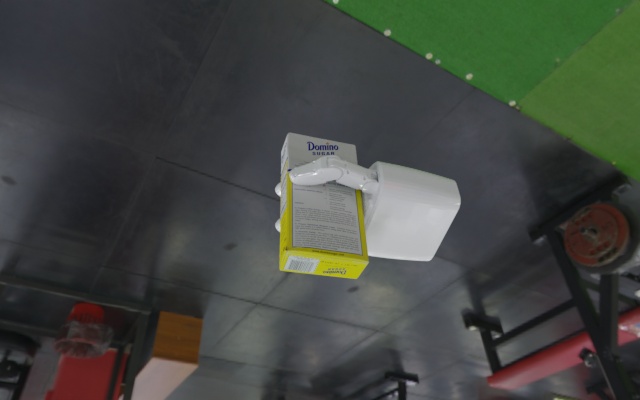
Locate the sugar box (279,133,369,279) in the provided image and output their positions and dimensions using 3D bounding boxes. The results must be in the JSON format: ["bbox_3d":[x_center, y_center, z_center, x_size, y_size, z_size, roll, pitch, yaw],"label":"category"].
[{"bbox_3d":[0.000,0.002,0.566,0.093,0.176,0.048,9,-42,-14],"label":"sugar box"}]
